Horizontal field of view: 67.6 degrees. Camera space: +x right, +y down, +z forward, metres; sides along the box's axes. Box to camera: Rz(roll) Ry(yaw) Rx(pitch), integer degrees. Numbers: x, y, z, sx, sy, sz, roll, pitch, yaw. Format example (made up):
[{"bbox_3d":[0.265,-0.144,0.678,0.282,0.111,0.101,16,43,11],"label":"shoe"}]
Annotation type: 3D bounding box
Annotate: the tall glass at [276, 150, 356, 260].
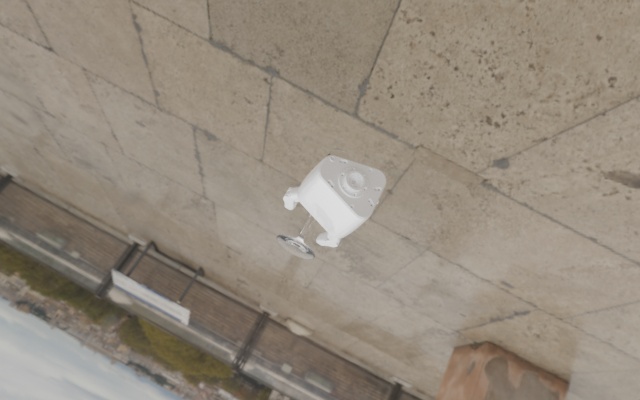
[{"bbox_3d":[0.000,0.003,0.865,0.079,0.201,0.079,23,-27,12],"label":"tall glass"}]
